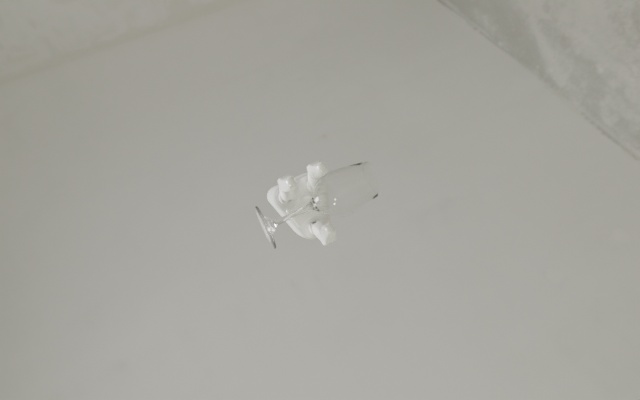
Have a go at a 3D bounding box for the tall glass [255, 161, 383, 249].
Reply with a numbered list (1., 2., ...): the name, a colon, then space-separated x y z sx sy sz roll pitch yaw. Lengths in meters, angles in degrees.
1. tall glass: 0.000 0.003 0.777 0.201 0.079 0.079 -25 6 -13
